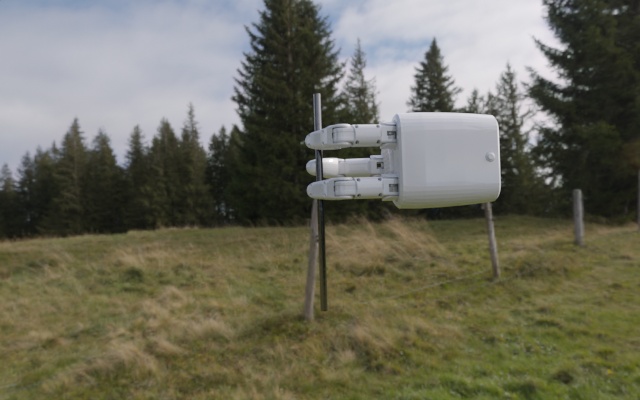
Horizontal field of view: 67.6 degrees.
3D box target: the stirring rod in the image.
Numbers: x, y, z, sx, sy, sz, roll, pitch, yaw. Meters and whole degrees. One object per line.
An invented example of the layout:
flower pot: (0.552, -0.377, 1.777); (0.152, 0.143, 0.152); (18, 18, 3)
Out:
stirring rod: (0.000, 0.002, 0.530); (0.011, 0.239, 0.011); (-2, -1, 0)
